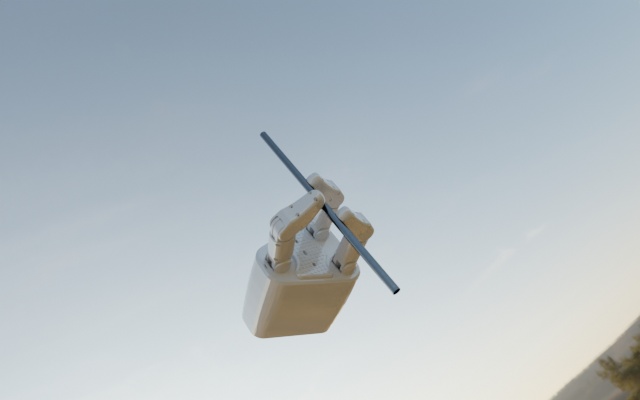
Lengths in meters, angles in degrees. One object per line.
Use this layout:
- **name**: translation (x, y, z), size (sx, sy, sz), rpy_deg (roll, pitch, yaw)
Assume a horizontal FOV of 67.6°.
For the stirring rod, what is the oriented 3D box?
- **stirring rod**: translation (0.000, 0.002, 0.474), size (0.011, 0.011, 0.239), rpy_deg (0, 39, -45)
